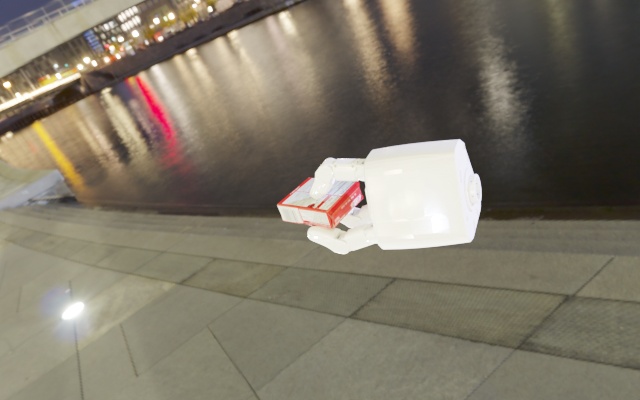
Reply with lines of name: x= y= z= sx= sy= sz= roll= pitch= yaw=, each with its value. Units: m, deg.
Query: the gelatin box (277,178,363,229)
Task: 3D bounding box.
gelatin box: x=0.000 y=0.002 z=0.631 sx=0.089 sy=0.030 sz=0.073 roll=7 pitch=37 yaw=38
